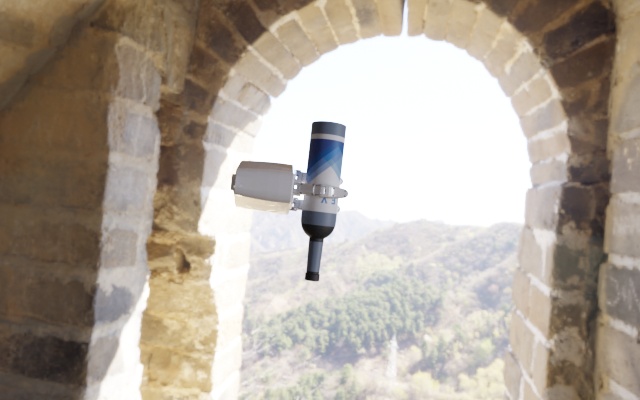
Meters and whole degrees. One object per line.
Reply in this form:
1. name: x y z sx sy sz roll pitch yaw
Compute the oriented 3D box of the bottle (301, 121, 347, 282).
1. bottle: 0.000 0.003 0.896 0.069 0.295 0.069 6 -2 0
